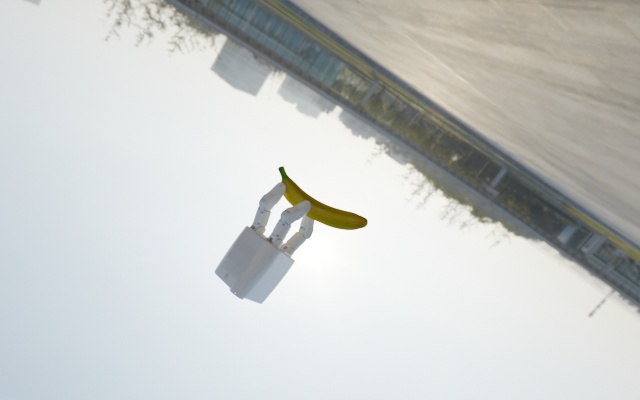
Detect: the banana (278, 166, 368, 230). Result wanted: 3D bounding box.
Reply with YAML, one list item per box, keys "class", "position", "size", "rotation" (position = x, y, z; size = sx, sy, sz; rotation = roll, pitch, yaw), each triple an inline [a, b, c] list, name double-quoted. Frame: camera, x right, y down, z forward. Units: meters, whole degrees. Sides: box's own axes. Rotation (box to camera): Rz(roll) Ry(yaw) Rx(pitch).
- class: "banana"
  position: [-0.004, 0.011, 0.879]
  size: [0.198, 0.037, 0.070]
  rotation: [31, -29, 16]
